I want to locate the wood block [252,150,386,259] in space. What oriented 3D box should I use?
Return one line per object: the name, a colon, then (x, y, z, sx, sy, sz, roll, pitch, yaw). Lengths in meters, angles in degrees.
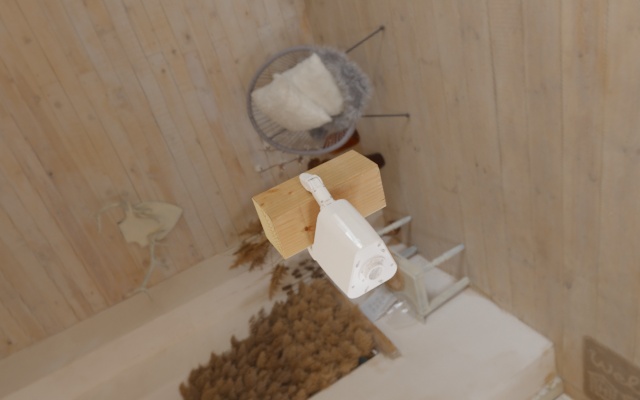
wood block: (0.000, 0.003, 0.835, 0.206, 0.091, 0.090, -27, 34, -16)
